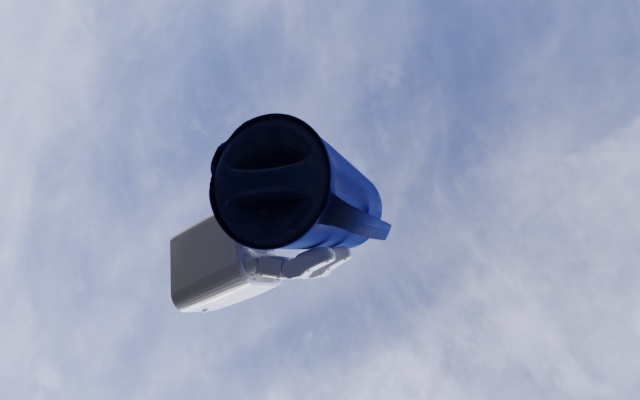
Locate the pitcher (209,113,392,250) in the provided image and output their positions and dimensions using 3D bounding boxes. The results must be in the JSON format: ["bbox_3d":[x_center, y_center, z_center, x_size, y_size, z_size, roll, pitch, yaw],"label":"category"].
[{"bbox_3d":[0.000,0.002,0.556,0.145,0.149,0.243,-25,-17,18],"label":"pitcher"}]
